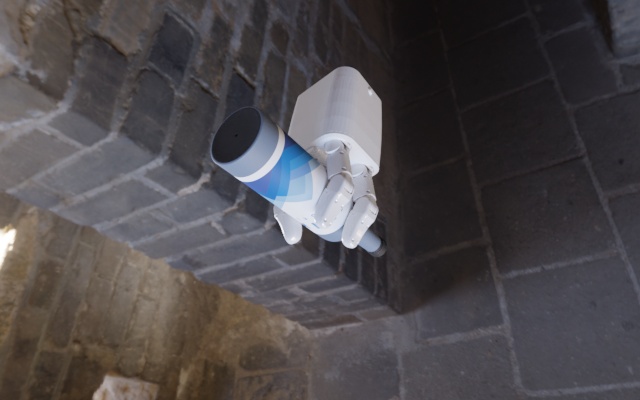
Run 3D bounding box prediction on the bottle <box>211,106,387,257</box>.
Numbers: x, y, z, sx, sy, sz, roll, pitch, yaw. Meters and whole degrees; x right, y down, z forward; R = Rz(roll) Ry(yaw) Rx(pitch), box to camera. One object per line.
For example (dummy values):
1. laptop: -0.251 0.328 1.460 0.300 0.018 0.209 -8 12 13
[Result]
1. bottle: 0.000 0.002 0.558 0.069 0.069 0.296 0 -26 37
